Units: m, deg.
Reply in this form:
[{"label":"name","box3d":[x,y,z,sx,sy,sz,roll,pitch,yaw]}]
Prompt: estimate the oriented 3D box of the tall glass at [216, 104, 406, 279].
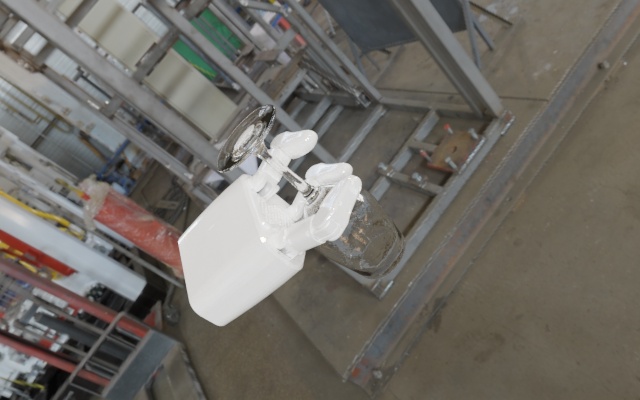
[{"label":"tall glass","box3d":[0.000,0.001,0.462,0.201,0.079,0.079,40,-22,-29]}]
